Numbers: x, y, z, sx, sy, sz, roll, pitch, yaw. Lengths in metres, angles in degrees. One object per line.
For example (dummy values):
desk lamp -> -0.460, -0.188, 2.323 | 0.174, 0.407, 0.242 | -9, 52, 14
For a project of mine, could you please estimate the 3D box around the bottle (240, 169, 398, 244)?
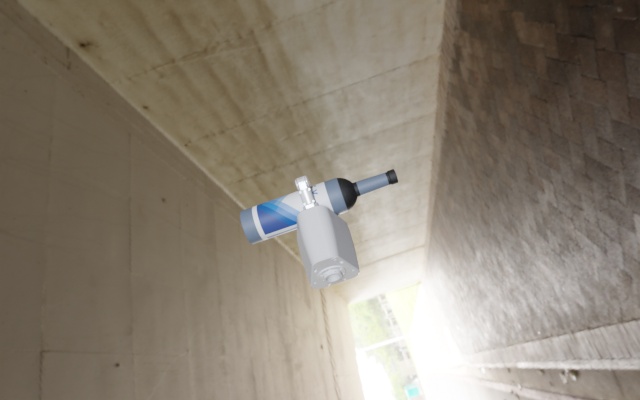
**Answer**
bottle -> 0.000, 0.003, 0.887 | 0.296, 0.069, 0.069 | -19, -2, 4
